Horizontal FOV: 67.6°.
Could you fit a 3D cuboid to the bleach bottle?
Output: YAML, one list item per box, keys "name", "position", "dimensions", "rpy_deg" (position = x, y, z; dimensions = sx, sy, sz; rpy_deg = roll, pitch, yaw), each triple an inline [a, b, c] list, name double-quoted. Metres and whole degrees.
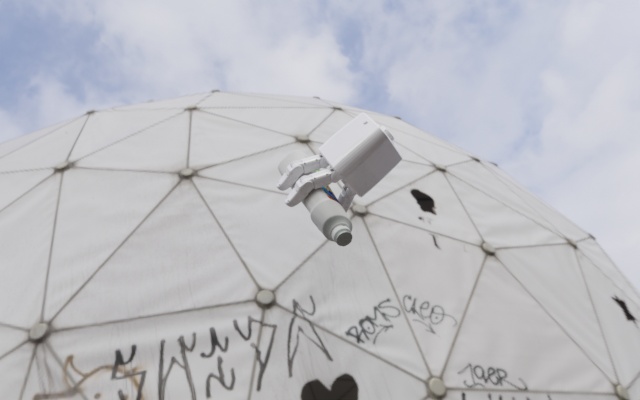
- name: "bleach bottle"
  position: [0.000, 0.003, 0.859]
  dimensions: [0.103, 0.068, 0.250]
  rpy_deg: [45, 7, -37]
